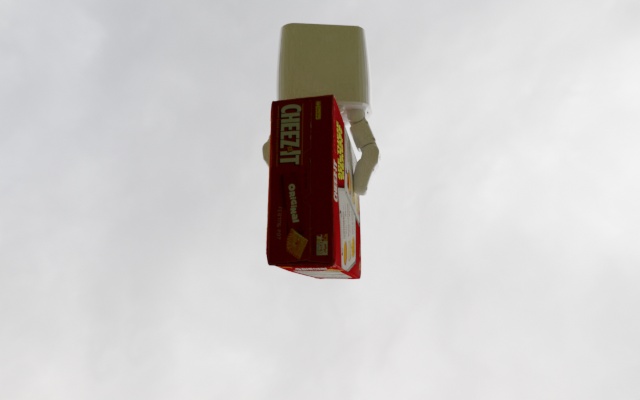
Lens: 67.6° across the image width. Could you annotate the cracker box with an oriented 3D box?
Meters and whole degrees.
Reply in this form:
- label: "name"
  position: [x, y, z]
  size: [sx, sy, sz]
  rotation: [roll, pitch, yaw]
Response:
- label: "cracker box"
  position: [0.000, 0.002, 0.539]
  size: [0.072, 0.164, 0.214]
  rotation: [-3, -13, 11]
